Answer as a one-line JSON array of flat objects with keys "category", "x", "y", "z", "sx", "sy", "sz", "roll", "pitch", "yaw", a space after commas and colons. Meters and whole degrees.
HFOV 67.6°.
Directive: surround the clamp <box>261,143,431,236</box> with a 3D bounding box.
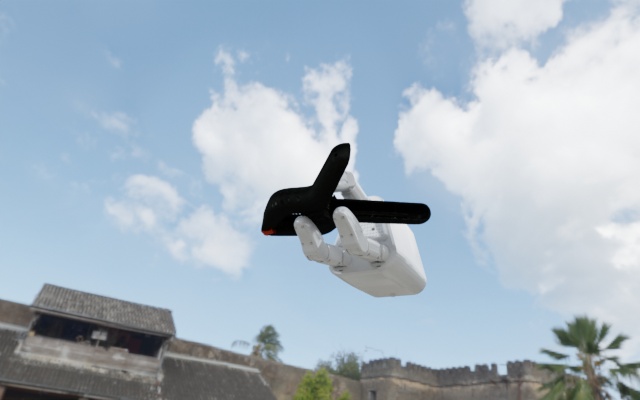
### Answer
[{"category": "clamp", "x": 0.000, "y": 0.001, "z": 0.557, "sx": 0.210, "sy": 0.036, "sz": 0.165, "roll": -13, "pitch": -35, "yaw": 32}]
